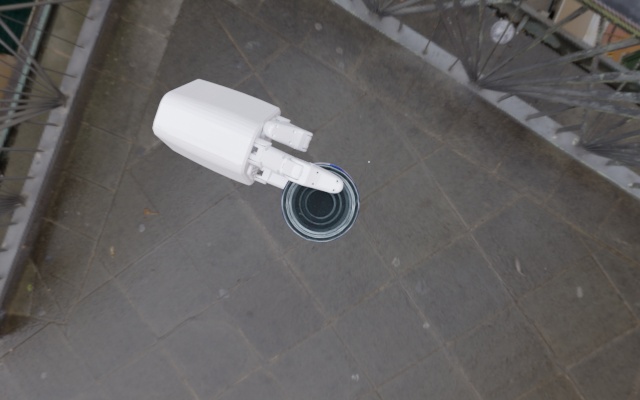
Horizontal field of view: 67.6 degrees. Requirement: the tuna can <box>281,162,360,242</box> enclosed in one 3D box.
[{"bbox_3d":[0.000,0.002,0.520,0.086,0.086,0.033,0,7,1],"label":"tuna can"}]
